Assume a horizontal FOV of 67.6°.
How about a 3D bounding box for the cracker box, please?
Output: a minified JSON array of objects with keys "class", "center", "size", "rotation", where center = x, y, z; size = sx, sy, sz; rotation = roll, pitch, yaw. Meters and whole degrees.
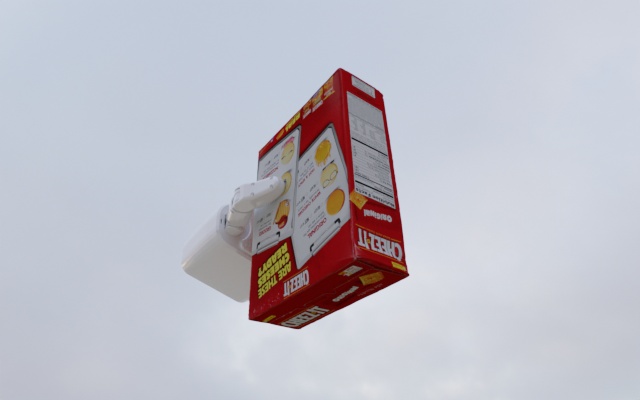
[{"class":"cracker box","center":[0.000,0.001,0.485],"size":[0.072,0.213,0.164],"rotation":[20,-39,-31]}]
